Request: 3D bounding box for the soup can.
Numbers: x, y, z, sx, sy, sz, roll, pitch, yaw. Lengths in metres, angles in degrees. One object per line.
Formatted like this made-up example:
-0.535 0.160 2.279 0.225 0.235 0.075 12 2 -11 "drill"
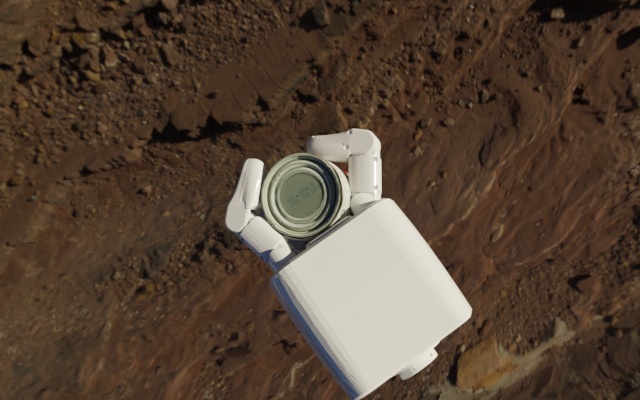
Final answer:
0.000 0.001 0.406 0.068 0.068 0.102 0 -6 19 "soup can"
